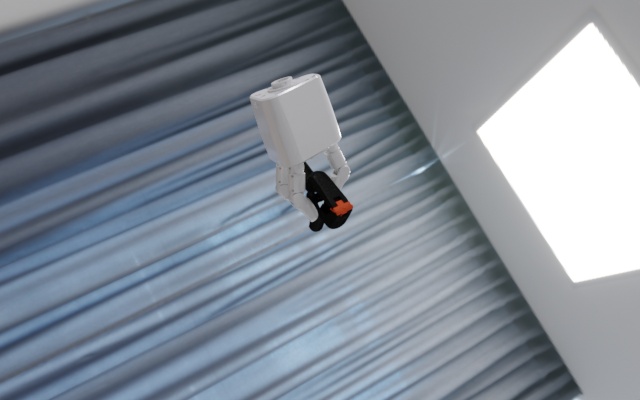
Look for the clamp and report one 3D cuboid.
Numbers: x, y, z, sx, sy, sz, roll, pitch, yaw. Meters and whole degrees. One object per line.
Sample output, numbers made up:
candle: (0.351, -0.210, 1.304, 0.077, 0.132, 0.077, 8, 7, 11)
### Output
clamp: (0.001, 0.002, 0.768, 0.036, 0.165, 0.210, -25, 24, -14)
